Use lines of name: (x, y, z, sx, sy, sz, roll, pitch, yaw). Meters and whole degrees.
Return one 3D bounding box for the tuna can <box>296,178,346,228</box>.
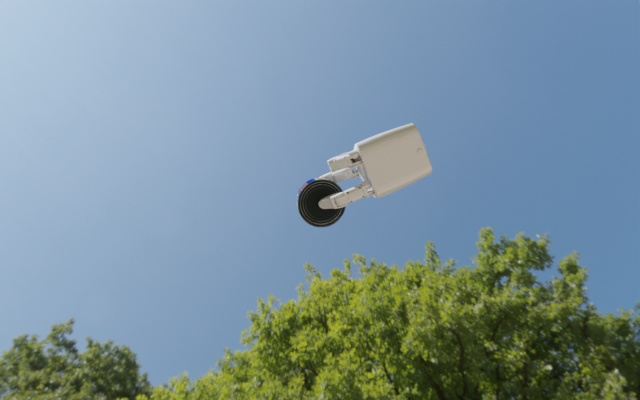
tuna can: (0.000, 0.003, 0.847, 0.086, 0.086, 0.033, 0, 10, -10)
